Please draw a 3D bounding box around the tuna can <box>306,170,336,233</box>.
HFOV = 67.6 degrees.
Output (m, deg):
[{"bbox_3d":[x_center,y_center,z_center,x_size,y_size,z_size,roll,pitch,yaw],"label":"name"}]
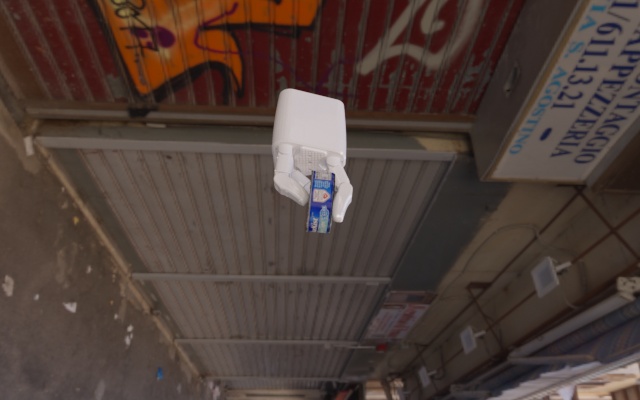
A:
[{"bbox_3d":[0.001,0.002,0.660,0.034,0.086,0.086,6,0,-1],"label":"tuna can"}]
